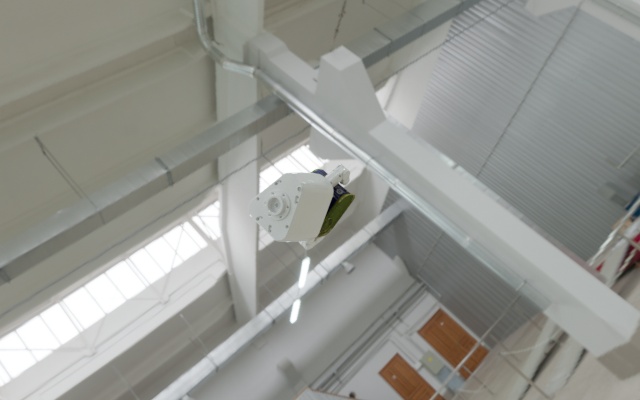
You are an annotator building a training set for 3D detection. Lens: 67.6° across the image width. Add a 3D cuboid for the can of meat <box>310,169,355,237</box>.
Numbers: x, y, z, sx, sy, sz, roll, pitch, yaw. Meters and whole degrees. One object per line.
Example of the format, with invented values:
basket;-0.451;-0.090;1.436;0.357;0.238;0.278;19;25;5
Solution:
can of meat;0.000;0.003;0.897;0.084;0.102;0.057;42;20;20
